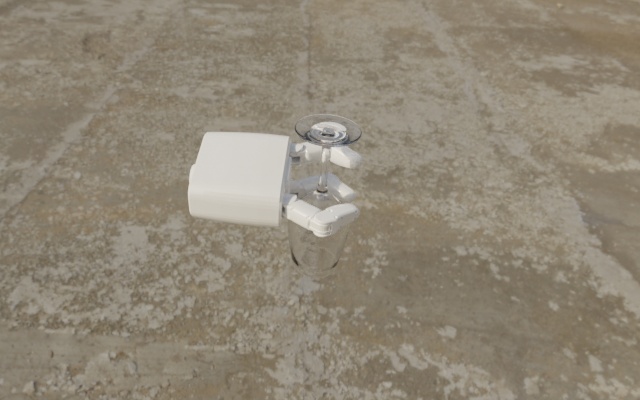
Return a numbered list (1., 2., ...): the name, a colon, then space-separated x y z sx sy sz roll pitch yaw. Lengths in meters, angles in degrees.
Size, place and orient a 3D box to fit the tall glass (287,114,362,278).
1. tall glass: 0.000 0.001 0.582 0.079 0.201 0.079 4 36 -3
